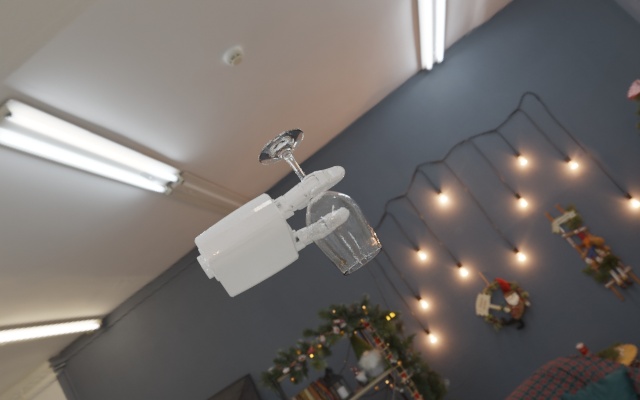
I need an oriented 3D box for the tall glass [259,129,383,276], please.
[{"bbox_3d":[0.000,0.001,0.645,0.079,0.201,0.079,-33,-16,-11],"label":"tall glass"}]
